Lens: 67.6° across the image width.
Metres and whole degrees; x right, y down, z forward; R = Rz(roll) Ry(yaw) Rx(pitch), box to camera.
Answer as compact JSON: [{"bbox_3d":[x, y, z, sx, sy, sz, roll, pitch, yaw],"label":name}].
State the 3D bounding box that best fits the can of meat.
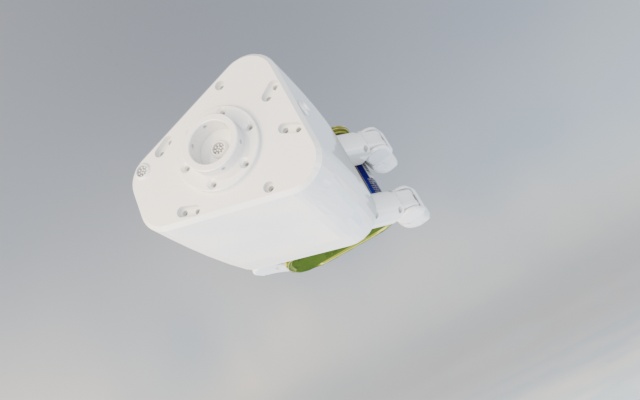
[{"bbox_3d":[0.000,0.002,0.400,0.102,0.084,0.057,-30,-25,5],"label":"can of meat"}]
